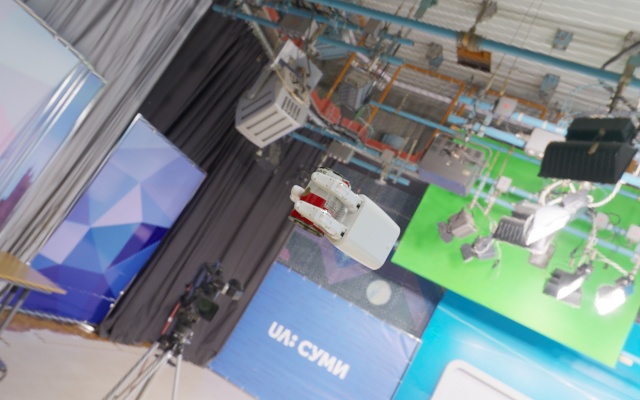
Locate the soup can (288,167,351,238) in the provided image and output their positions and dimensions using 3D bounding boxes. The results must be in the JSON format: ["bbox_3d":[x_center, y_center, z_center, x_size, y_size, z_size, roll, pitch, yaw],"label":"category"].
[{"bbox_3d":[0.000,0.002,0.807,0.068,0.102,0.068,29,-11,6],"label":"soup can"}]
